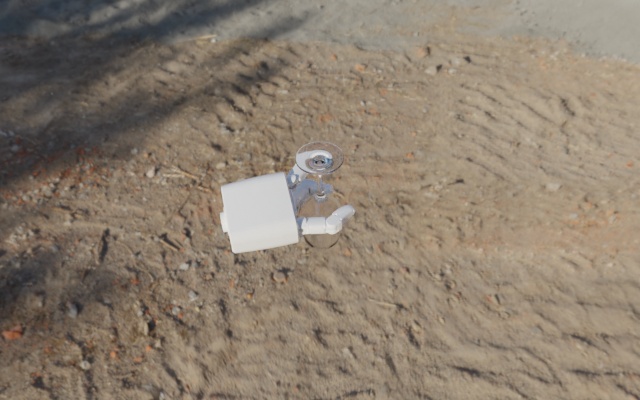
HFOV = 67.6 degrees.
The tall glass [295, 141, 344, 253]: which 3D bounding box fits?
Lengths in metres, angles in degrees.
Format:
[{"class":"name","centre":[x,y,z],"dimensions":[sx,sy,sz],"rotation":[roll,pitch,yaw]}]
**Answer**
[{"class":"tall glass","centre":[0.000,0.002,0.792],"dimensions":[0.079,0.079,0.201],"rotation":[0,-43,2]}]
